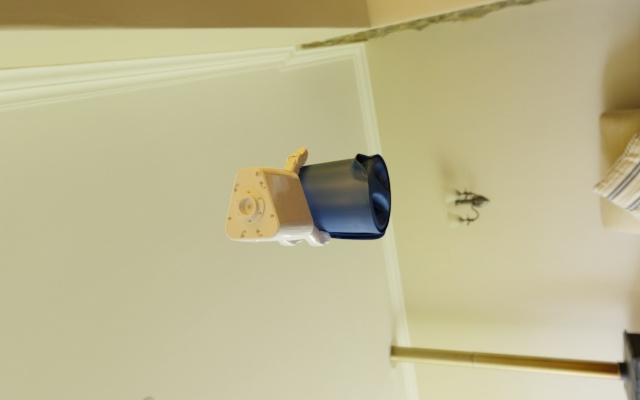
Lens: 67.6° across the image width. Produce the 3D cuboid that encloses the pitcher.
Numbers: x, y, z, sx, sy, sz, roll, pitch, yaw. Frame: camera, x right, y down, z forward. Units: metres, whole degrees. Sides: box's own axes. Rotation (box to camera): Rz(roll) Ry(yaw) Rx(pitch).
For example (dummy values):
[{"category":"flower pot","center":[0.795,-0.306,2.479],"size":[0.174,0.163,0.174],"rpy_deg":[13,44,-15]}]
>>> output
[{"category":"pitcher","center":[0.000,0.003,0.849],"size":[0.243,0.149,0.145],"rpy_deg":[-4,0,24]}]
